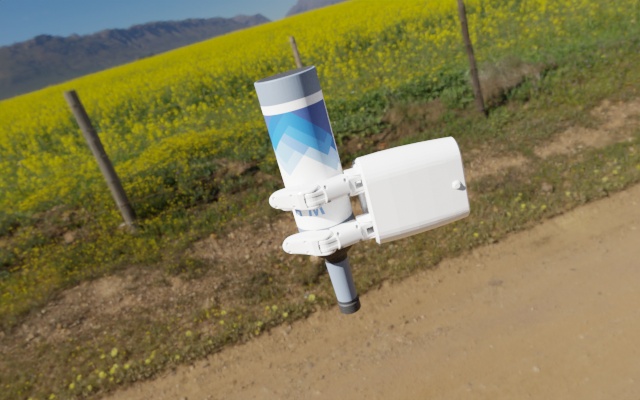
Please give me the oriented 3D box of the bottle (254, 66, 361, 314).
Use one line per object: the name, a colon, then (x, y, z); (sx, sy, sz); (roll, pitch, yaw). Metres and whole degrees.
bottle: (0.000, 0.002, 0.548); (0.069, 0.296, 0.069); (-14, 20, 5)
